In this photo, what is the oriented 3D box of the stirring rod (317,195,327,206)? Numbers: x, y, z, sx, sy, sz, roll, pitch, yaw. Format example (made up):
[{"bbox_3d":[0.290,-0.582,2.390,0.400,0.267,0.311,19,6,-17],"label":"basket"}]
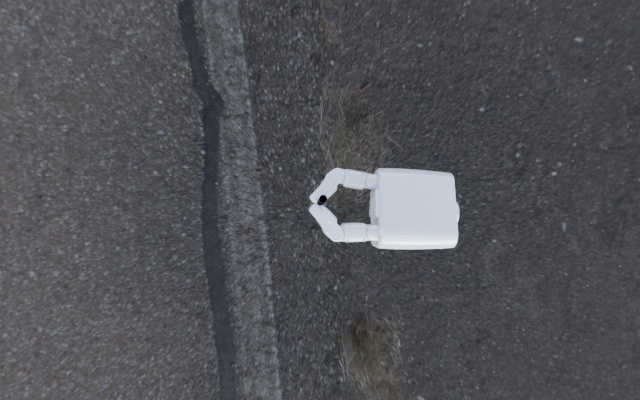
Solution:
[{"bbox_3d":[0.000,0.002,0.608,0.011,0.011,0.239,0,-2,-1],"label":"stirring rod"}]
